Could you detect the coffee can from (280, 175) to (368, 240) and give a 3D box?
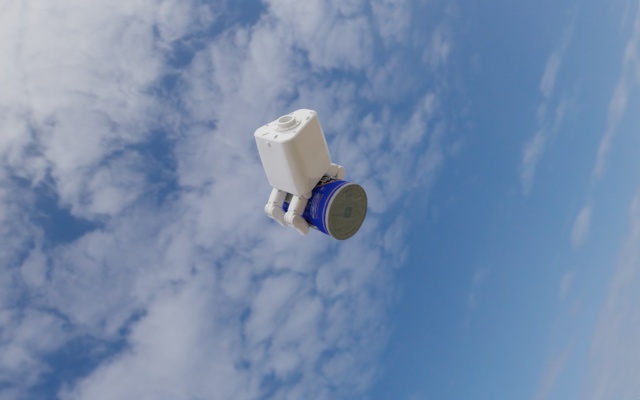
[{"bbox_3d":[0.000,0.003,0.872,0.140,0.103,0.103,20,13,42],"label":"coffee can"}]
